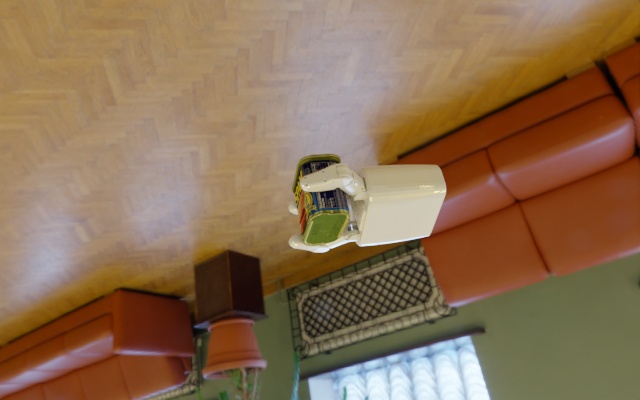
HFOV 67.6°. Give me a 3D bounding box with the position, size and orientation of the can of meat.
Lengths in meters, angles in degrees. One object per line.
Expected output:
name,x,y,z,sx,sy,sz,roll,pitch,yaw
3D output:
can of meat,0.000,0.002,0.624,0.057,0.084,0.102,-4,-27,-13
